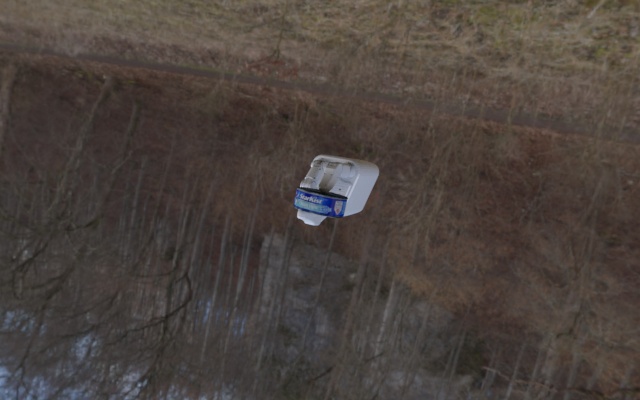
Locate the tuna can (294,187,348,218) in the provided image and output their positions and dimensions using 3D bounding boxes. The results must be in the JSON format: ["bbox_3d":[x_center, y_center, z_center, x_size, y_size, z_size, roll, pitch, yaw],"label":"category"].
[{"bbox_3d":[0.000,0.003,0.781,0.086,0.034,0.086,12,6,-1],"label":"tuna can"}]
